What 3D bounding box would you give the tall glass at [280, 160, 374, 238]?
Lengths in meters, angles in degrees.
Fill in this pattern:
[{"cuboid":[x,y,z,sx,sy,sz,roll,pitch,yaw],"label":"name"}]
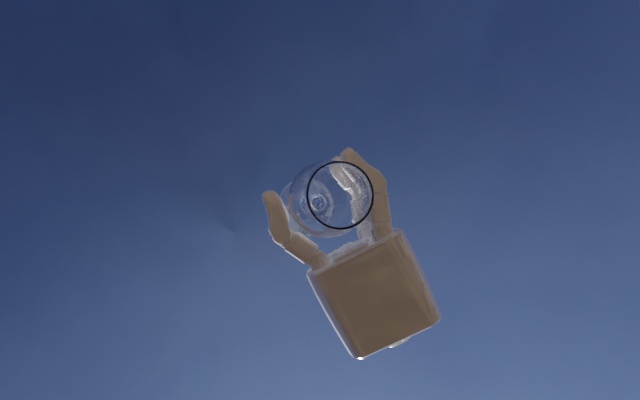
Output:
[{"cuboid":[0.000,0.002,0.520,0.079,0.079,0.201,0,-4,-10],"label":"tall glass"}]
